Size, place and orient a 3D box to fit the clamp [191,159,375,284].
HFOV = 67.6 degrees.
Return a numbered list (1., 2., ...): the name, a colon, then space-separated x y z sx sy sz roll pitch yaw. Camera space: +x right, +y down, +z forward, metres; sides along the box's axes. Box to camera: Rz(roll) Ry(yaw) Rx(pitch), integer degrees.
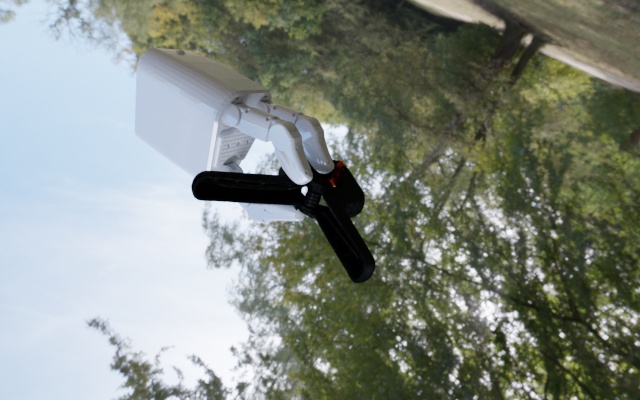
1. clamp: 0.000 0.002 0.462 0.164 0.036 0.210 31 23 13
